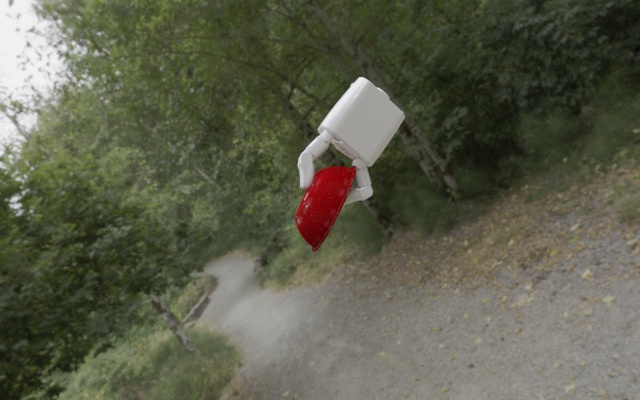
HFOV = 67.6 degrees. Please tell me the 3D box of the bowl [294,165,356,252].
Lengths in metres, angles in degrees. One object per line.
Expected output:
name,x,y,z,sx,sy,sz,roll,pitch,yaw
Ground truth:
bowl,-0.001,0.004,0.801,0.055,0.162,0.162,26,-3,-5
